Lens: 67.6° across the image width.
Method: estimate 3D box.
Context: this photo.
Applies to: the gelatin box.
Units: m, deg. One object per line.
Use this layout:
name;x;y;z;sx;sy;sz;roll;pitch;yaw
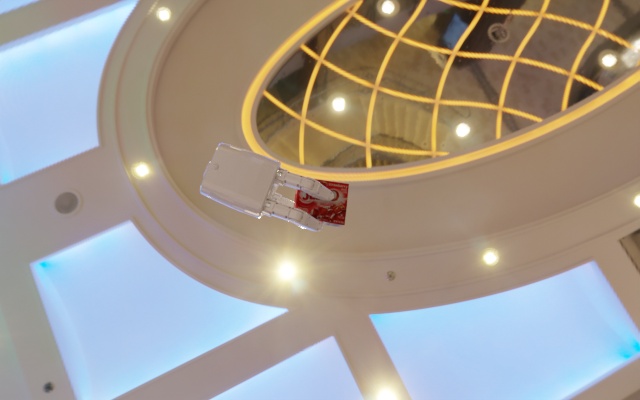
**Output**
gelatin box;0.000;0.003;0.811;0.089;0.073;0.030;9;-13;-9
